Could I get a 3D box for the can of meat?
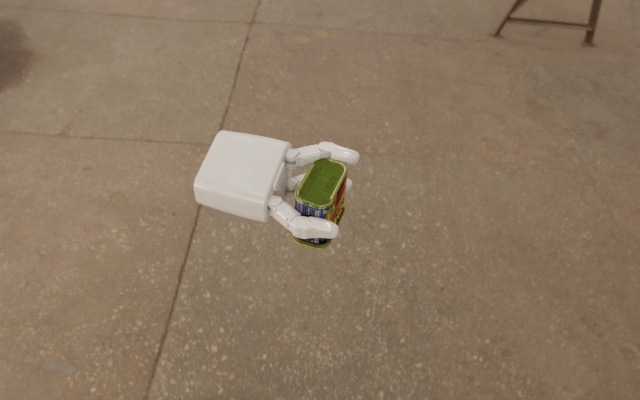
[{"bbox_3d":[0.000,0.002,0.664,0.057,0.084,0.102,16,46,12],"label":"can of meat"}]
